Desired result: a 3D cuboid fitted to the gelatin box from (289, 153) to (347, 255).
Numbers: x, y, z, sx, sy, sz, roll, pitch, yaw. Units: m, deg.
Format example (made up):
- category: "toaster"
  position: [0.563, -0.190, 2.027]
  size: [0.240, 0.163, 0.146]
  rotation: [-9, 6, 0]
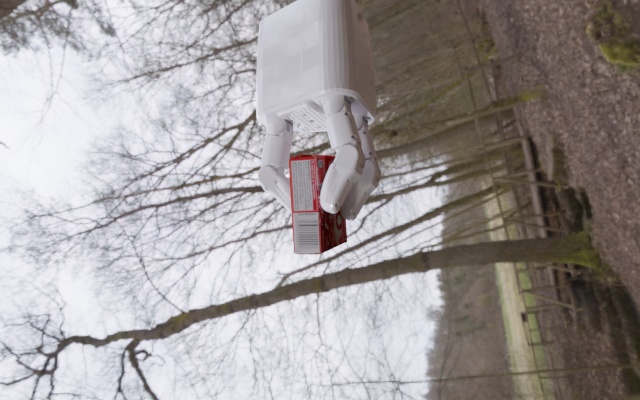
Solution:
- category: "gelatin box"
  position: [0.000, 0.002, 0.449]
  size: [0.030, 0.089, 0.073]
  rotation: [-2, 3, 21]
